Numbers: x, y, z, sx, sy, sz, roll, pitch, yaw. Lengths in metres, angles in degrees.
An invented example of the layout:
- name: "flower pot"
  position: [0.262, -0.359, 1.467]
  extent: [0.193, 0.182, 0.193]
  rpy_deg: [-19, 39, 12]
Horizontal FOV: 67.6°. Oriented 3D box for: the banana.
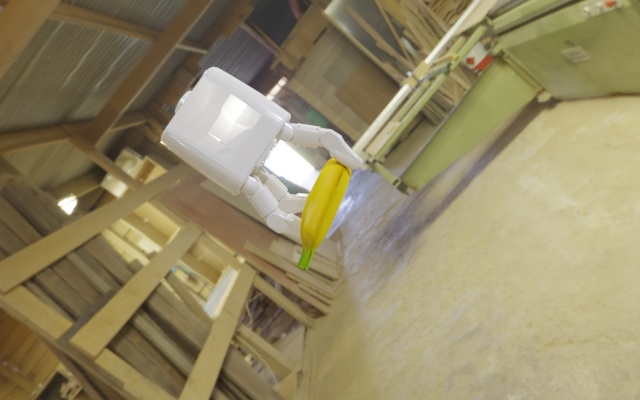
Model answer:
- name: "banana"
  position: [0.007, -0.009, 0.561]
  extent: [0.037, 0.070, 0.197]
  rpy_deg: [29, 38, -3]
